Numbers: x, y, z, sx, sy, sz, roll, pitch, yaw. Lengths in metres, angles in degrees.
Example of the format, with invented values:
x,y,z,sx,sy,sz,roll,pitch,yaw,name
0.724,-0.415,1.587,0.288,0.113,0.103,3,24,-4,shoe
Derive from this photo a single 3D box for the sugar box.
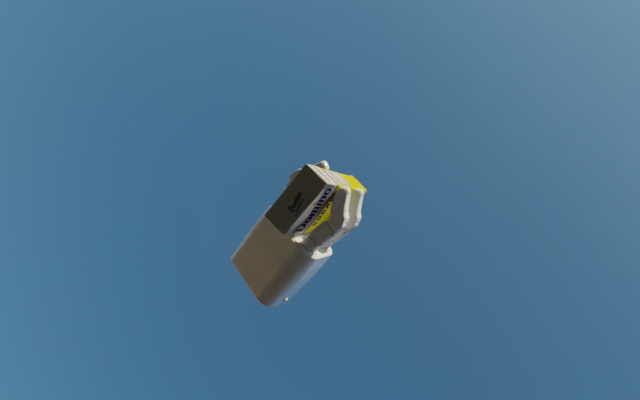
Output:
x,y,z,sx,sy,sz,roll,pitch,yaw,name
0.000,0.003,0.689,0.048,0.093,0.176,44,14,15,sugar box
